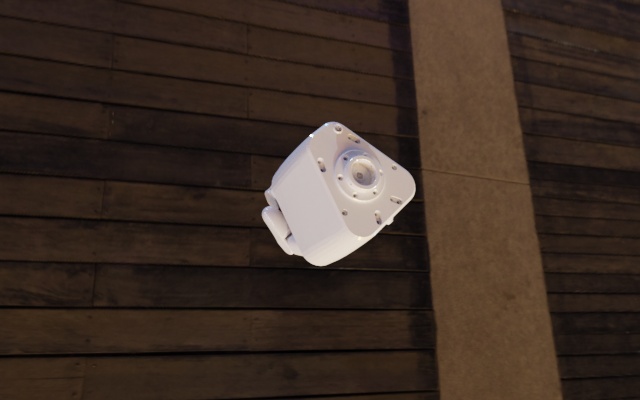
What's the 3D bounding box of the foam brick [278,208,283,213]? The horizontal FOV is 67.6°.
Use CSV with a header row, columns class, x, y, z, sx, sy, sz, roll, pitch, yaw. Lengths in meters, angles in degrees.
class,x,y,z,sx,sy,sz,roll,pitch,yaw
foam brick,0.000,0.002,0.553,0.078,0.053,0.051,-41,0,-28
